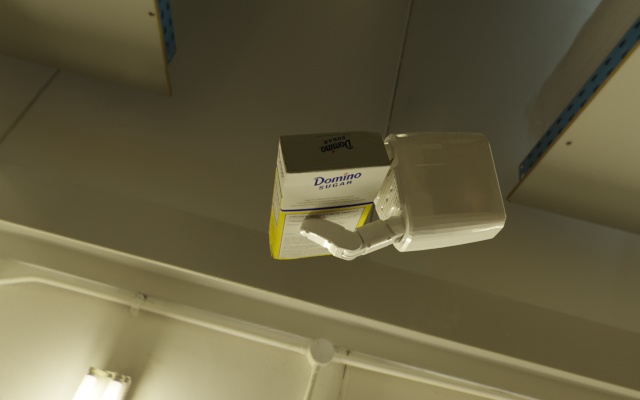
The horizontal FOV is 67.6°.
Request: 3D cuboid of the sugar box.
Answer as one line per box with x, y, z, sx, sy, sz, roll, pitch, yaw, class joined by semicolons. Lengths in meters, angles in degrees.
0.000;0.001;0.475;0.093;0.048;0.176;-5;-32;-13;sugar box
